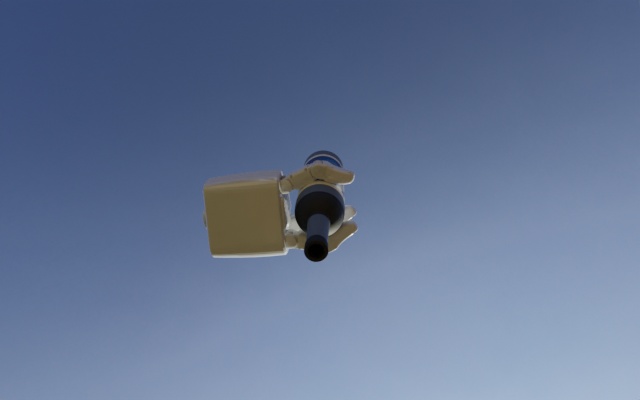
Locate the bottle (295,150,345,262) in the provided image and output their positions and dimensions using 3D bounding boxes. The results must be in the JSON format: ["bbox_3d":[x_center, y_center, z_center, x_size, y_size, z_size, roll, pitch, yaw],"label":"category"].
[{"bbox_3d":[0.000,0.002,0.663,0.069,0.069,0.295,0,22,2],"label":"bottle"}]
